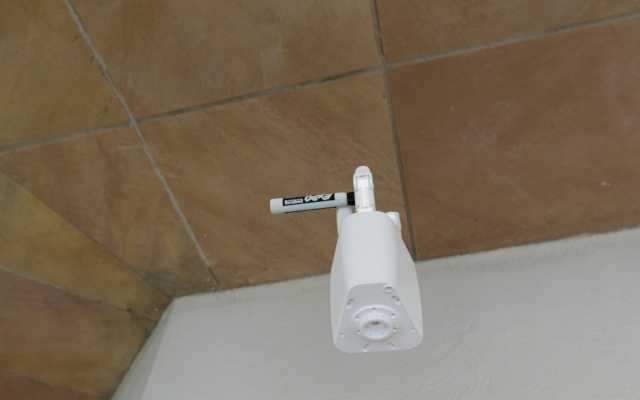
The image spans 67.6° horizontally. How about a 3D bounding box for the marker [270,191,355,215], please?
[{"bbox_3d":[0.000,0.002,0.577,0.121,0.020,0.020,-6,-1,6],"label":"marker"}]
